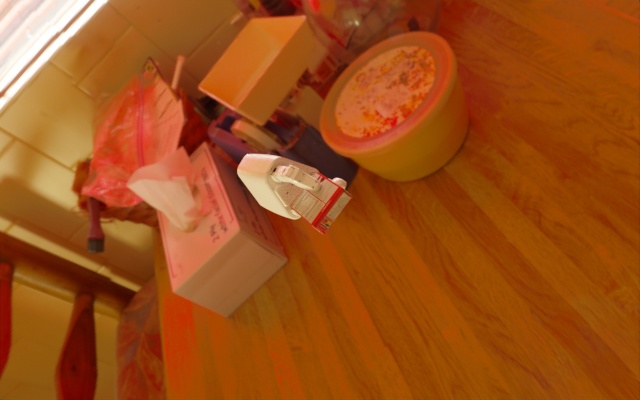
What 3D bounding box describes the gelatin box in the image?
[{"bbox_3d":[0.000,0.002,0.744,0.030,0.073,0.089,38,-1,-33],"label":"gelatin box"}]
